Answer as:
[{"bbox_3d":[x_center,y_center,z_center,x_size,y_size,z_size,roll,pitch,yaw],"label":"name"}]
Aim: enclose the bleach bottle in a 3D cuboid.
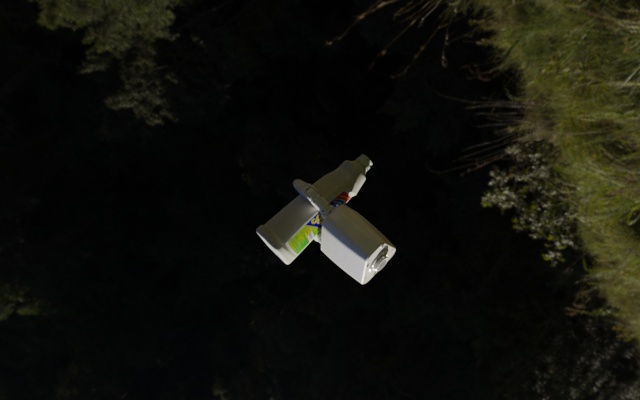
[{"bbox_3d":[0.000,0.003,0.893,0.068,0.251,0.103,40,-12,27],"label":"bleach bottle"}]
